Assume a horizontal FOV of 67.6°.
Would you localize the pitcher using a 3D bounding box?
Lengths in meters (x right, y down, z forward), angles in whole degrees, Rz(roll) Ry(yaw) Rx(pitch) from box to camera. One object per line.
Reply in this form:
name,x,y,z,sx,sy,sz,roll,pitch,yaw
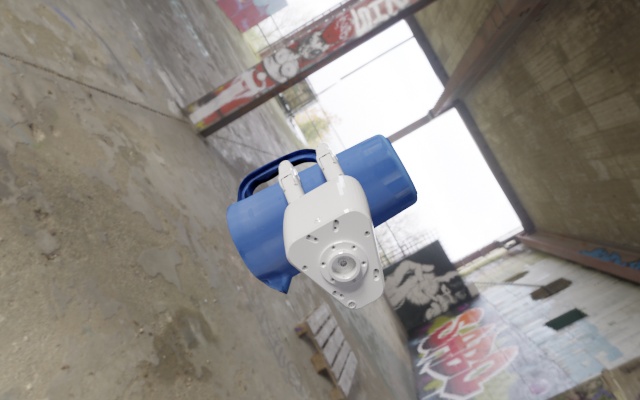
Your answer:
pitcher,0.000,0.002,0.661,0.243,0.149,0.145,-29,16,7
